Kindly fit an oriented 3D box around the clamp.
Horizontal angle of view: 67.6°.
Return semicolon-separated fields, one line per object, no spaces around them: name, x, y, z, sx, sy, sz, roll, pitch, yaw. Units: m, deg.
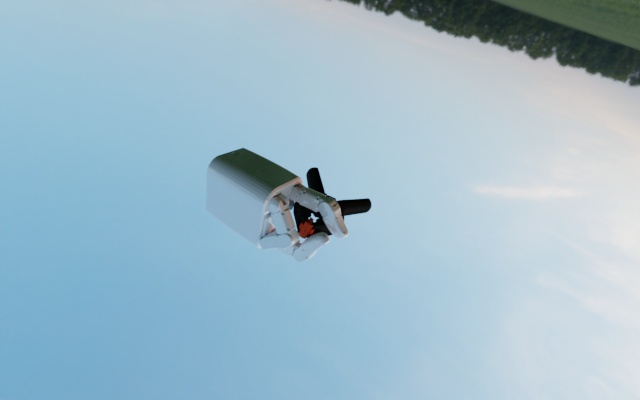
clamp;0.000;0.003;0.737;0.120;0.039;0.171;31;28;16
